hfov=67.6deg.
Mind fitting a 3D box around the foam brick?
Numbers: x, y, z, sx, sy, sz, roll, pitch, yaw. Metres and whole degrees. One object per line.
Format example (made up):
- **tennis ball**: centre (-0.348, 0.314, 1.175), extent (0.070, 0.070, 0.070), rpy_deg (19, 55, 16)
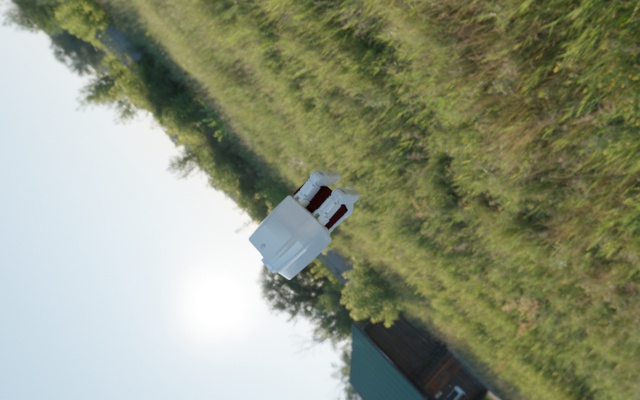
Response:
- **foam brick**: centre (0.000, 0.003, 0.849), extent (0.078, 0.051, 0.053), rpy_deg (41, -8, 37)
